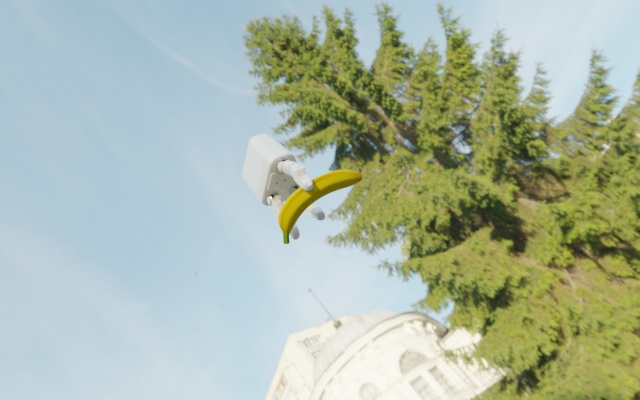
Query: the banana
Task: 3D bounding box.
[{"bbox_3d":[-0.010,-0.007,0.887,0.037,0.198,0.070,42,-12,47],"label":"banana"}]
